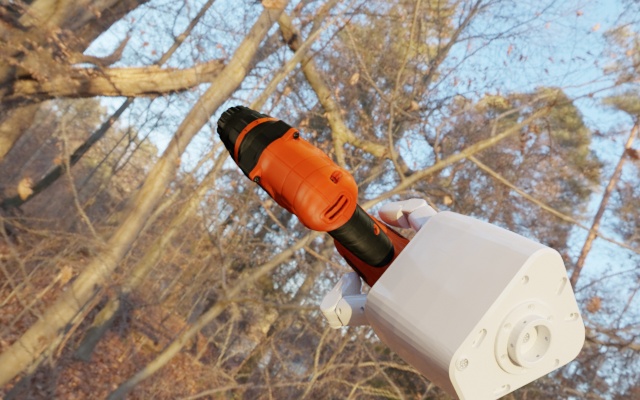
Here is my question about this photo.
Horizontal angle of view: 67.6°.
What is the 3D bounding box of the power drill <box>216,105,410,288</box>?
[{"bbox_3d":[0.000,0.002,0.416,0.188,0.057,0.184,41,1,-41],"label":"power drill"}]
